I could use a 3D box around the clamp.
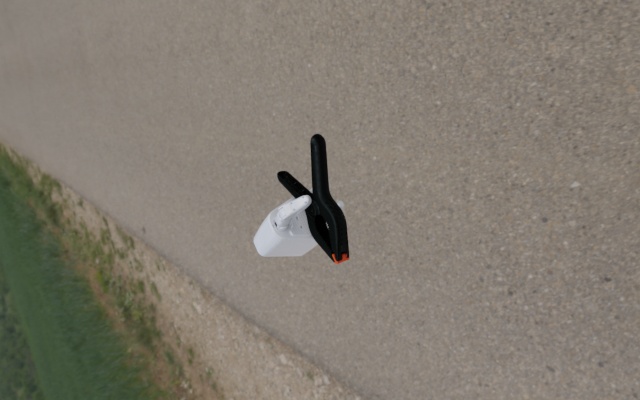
[{"bbox_3d":[0.000,0.003,0.804,0.036,0.210,0.165,-17,-18,-31],"label":"clamp"}]
